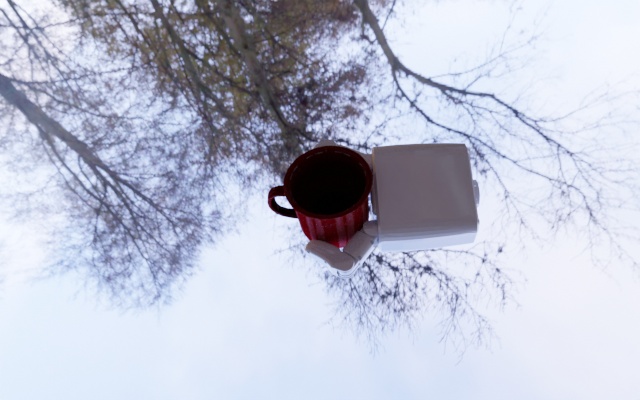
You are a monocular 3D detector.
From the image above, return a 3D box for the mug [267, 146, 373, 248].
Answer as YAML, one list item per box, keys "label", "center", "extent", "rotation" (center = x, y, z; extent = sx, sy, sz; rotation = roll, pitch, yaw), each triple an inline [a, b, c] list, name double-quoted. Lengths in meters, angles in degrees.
- label: "mug"
  center: [-0.001, 0.002, 0.526]
  extent: [0.117, 0.093, 0.082]
  rotation: [-4, -33, 5]
